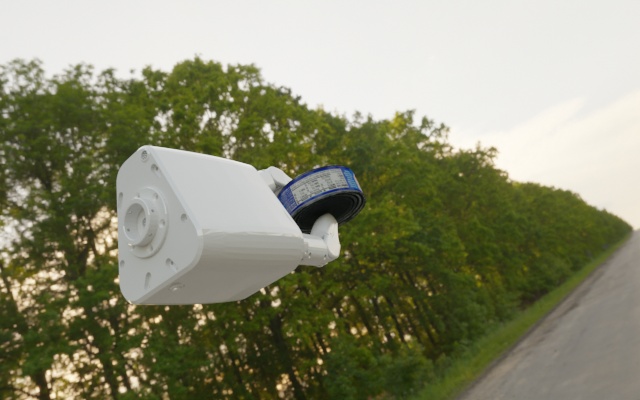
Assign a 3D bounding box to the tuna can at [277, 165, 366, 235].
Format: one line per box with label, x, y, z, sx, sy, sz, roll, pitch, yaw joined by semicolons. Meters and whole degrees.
tuna can;0.000;0.001;0.477;0.086;0.033;0.086;-19;-25;-9
